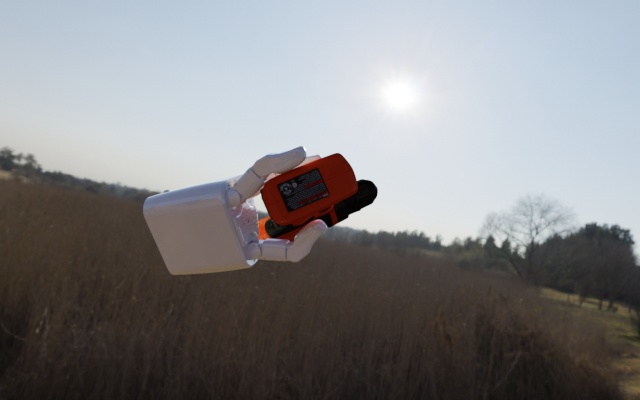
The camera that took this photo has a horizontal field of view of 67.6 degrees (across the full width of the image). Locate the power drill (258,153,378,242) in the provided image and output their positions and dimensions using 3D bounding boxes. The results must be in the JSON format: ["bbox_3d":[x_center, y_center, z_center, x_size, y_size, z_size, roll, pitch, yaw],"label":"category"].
[{"bbox_3d":[0.000,0.002,0.614,0.184,0.057,0.188,-25,-13,-8],"label":"power drill"}]
